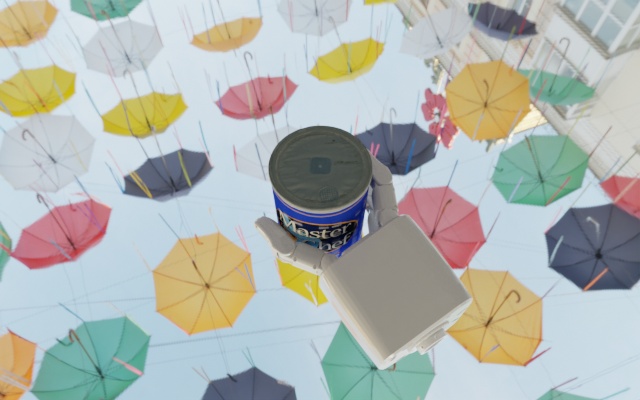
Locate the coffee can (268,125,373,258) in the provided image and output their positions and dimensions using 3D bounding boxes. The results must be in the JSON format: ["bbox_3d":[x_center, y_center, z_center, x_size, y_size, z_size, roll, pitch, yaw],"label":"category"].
[{"bbox_3d":[0.000,0.002,0.526,0.103,0.102,0.140,0,-31,0],"label":"coffee can"}]
